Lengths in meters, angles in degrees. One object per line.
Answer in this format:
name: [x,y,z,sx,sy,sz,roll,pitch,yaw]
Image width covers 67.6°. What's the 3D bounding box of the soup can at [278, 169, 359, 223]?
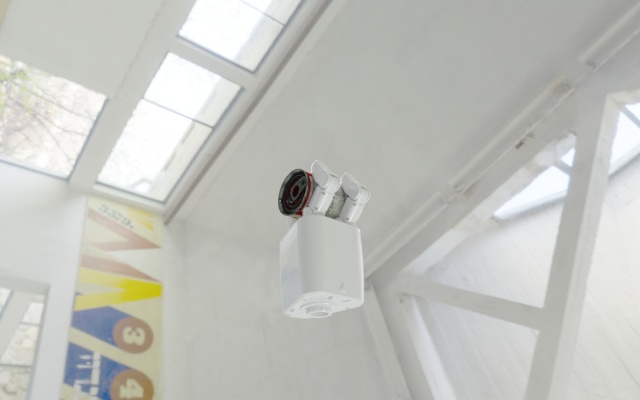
soup can: [0.000,0.002,0.683,0.102,0.068,0.068,19,-11,-35]
